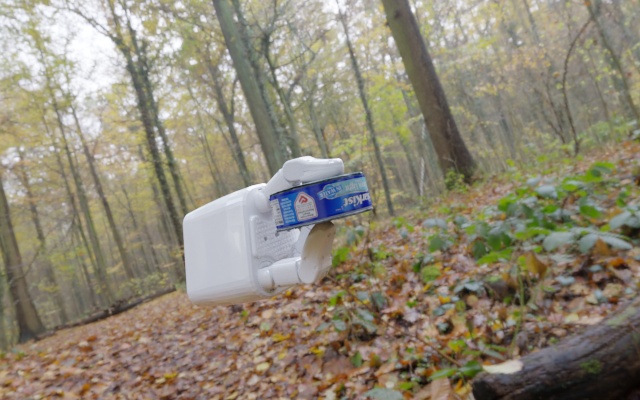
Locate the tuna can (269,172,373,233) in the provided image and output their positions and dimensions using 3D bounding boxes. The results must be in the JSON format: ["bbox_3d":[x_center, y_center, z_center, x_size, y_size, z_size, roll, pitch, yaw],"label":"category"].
[{"bbox_3d":[0.000,0.001,0.411,0.086,0.034,0.086,-14,-1,0],"label":"tuna can"}]
